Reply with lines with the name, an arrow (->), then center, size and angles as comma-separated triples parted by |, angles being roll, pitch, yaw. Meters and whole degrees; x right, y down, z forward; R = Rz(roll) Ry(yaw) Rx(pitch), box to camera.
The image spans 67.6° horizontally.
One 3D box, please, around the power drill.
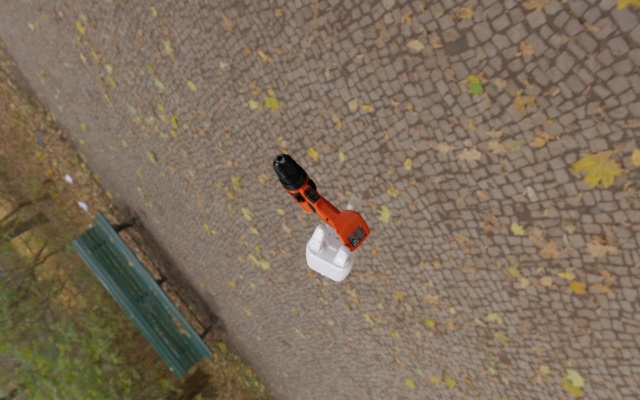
power drill -> 0.000, 0.003, 0.886 | 0.187, 0.057, 0.184 | 42, -5, 33
